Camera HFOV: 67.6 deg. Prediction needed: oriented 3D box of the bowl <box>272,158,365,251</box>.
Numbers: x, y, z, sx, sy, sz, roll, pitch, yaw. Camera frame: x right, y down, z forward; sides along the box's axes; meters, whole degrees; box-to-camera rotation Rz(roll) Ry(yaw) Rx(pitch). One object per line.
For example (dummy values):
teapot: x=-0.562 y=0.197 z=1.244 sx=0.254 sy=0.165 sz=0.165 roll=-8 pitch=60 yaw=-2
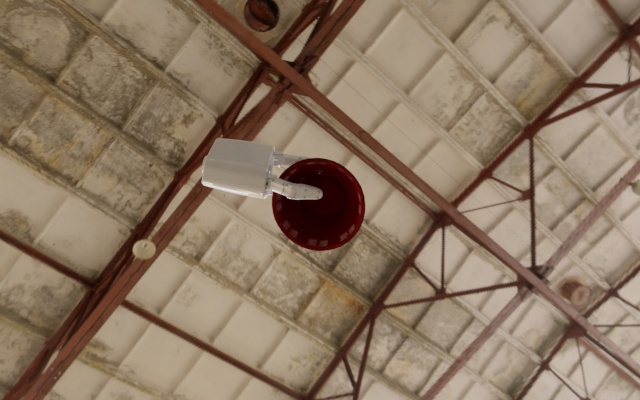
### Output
bowl: x=0.001 y=0.003 z=0.826 sx=0.162 sy=0.162 sz=0.055 roll=0 pitch=13 yaw=12
